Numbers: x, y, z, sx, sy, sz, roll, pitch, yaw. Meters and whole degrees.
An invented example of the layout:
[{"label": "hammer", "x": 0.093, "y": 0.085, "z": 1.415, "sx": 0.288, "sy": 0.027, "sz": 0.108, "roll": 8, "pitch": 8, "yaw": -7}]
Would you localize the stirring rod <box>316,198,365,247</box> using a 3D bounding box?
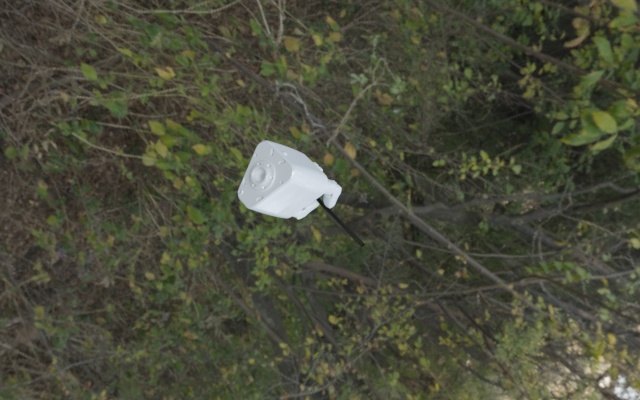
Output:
[{"label": "stirring rod", "x": 0.000, "y": 0.003, "z": 0.898, "sx": 0.239, "sy": 0.011, "sz": 0.011, "roll": 46, "pitch": 25, "yaw": 27}]
